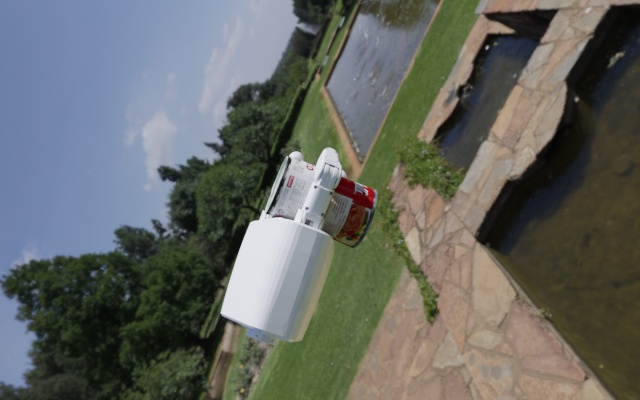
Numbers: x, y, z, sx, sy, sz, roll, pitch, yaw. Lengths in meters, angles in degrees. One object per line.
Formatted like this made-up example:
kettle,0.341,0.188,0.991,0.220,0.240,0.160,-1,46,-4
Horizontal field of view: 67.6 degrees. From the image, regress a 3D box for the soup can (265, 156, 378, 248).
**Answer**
soup can,0.000,0.001,0.508,0.102,0.068,0.068,21,-4,-10
